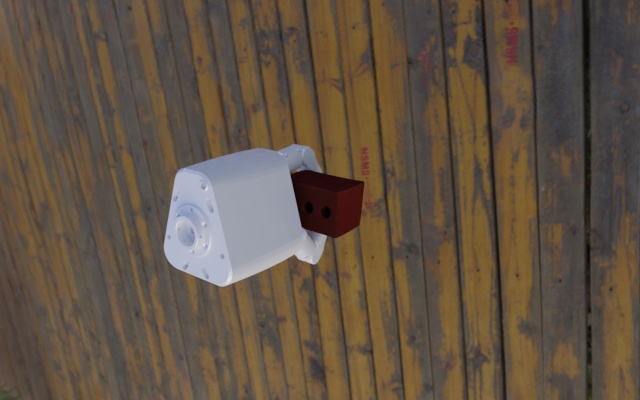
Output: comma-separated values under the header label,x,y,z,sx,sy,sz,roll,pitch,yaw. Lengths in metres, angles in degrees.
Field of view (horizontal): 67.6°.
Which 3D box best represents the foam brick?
label,x,y,z,sx,sy,sz,roll,pitch,yaw
foam brick,0.000,0.002,0.518,0.078,0.053,0.051,13,21,31
